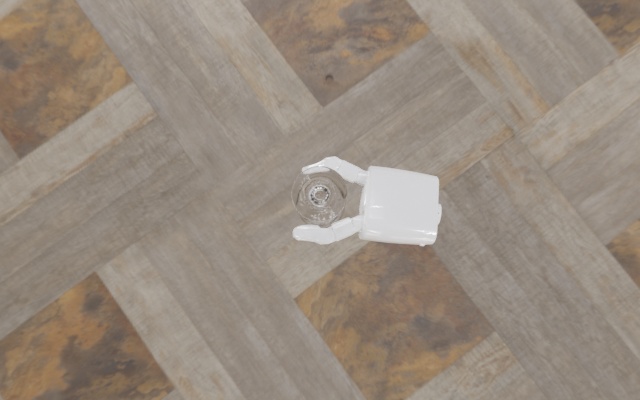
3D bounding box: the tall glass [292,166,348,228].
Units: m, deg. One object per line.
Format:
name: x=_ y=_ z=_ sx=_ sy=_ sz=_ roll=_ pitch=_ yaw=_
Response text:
tall glass: x=0.000 y=0.002 z=0.724 sx=0.079 sy=0.079 sz=0.201 roll=0 pitch=-6 yaw=0
